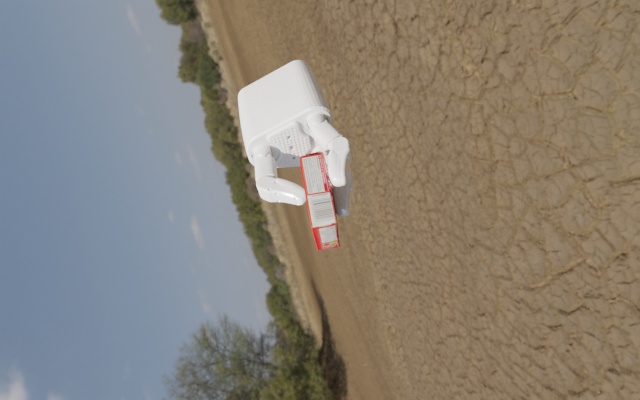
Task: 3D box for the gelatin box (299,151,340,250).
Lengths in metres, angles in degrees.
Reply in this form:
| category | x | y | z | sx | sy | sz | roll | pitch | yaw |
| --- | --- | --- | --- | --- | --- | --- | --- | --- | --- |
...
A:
| category | x | y | z | sx | sy | sz | roll | pitch | yaw |
| --- | --- | --- | --- | --- | --- | --- | --- | --- | --- |
| gelatin box | 0.000 | 0.002 | 0.534 | 0.030 | 0.089 | 0.073 | -10 | -25 | 0 |
